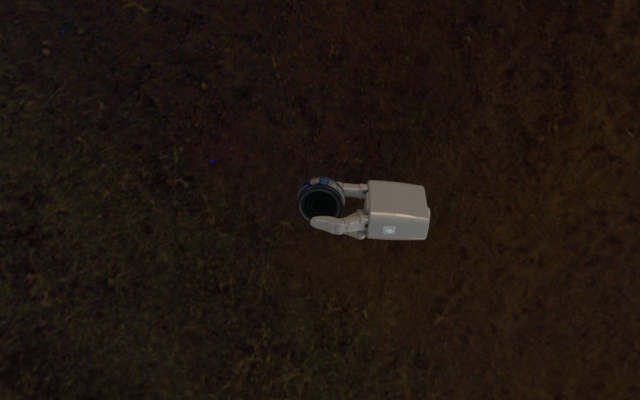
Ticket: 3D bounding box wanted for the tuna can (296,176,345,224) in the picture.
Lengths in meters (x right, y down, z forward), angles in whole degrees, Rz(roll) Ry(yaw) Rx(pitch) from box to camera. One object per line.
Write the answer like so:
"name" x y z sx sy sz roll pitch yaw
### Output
"tuna can" 0.000 0.003 0.843 0.086 0.086 0.033 0 30 5
